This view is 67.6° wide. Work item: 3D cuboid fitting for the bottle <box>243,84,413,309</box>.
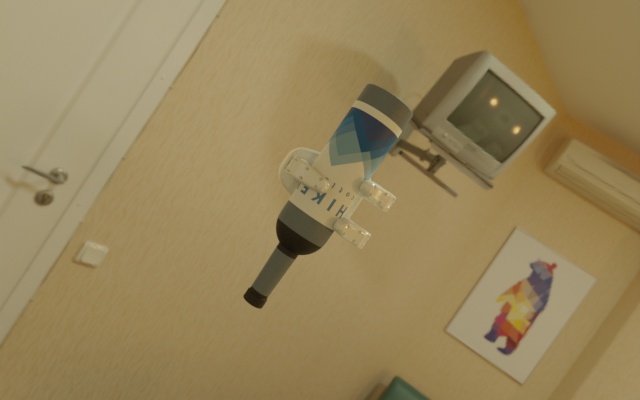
[{"bbox_3d":[0.000,0.002,0.574,0.069,0.296,0.069,34,2,-1],"label":"bottle"}]
